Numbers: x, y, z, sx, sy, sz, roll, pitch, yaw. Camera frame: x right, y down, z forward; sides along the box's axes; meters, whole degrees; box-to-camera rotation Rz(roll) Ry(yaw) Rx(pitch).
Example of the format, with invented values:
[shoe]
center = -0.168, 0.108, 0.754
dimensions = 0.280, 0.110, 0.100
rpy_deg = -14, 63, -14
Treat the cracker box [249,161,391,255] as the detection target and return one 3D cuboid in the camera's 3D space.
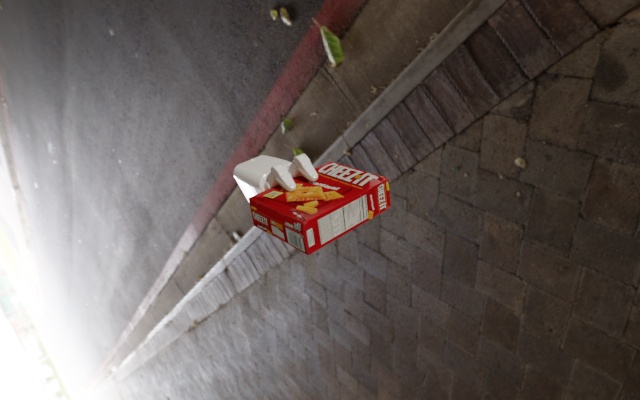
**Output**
[cracker box]
center = 0.000, 0.003, 0.898
dimensions = 0.213, 0.072, 0.164
rpy_deg = -27, 33, -34
